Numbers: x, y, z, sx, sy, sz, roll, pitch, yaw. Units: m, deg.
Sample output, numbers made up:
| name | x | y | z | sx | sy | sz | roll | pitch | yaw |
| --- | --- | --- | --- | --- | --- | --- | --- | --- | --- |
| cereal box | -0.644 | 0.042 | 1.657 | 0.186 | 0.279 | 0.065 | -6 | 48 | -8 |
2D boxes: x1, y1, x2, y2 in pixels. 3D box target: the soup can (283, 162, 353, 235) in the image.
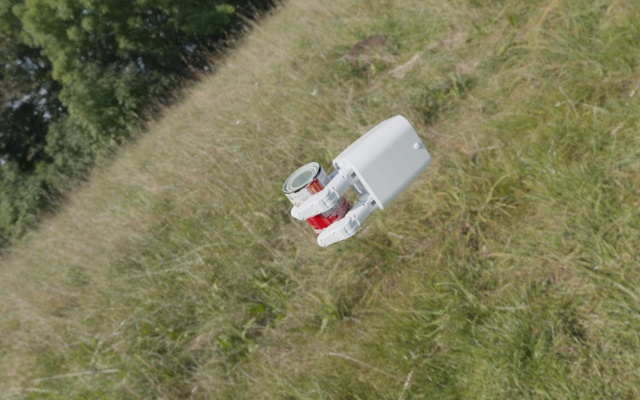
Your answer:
| name | x | y | z | sx | sy | sz | roll | pitch | yaw |
| --- | --- | --- | --- | --- | --- | --- | --- | --- | --- |
| soup can | 0.000 | 0.002 | 0.707 | 0.068 | 0.102 | 0.068 | -30 | 27 | 17 |
